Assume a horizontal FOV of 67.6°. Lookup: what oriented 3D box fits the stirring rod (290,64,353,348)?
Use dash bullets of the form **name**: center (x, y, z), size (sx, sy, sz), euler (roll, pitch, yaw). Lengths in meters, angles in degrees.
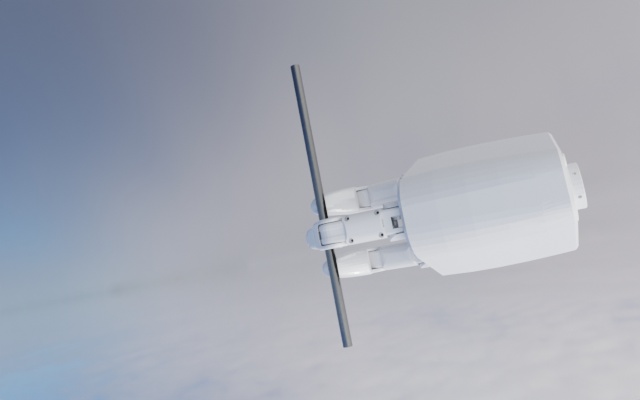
- **stirring rod**: center (0.000, 0.001, 0.401), size (0.011, 0.239, 0.011), euler (-11, -6, -1)
